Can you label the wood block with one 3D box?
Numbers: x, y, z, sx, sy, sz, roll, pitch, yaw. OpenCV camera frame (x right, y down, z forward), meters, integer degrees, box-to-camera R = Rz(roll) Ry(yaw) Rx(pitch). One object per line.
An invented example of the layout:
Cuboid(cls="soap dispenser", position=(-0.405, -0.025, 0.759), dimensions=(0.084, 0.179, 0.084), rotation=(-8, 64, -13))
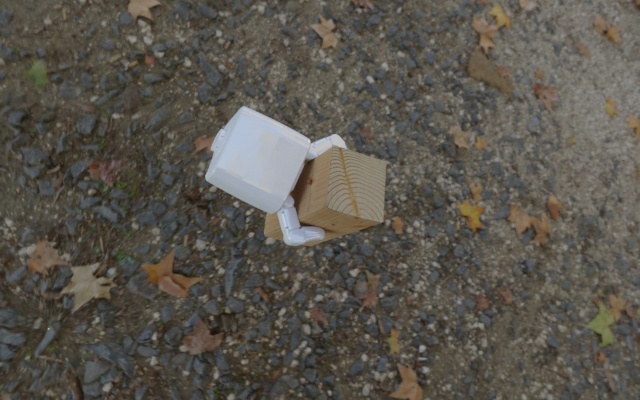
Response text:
Cuboid(cls="wood block", position=(0.000, 0.003, 0.715), dimensions=(0.090, 0.090, 0.206), rotation=(15, -20, -25))
